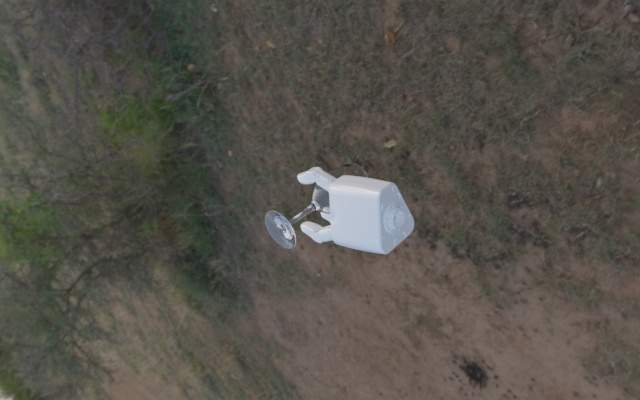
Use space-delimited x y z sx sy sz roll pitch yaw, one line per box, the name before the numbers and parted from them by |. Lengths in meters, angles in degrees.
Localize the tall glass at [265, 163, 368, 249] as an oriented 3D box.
tall glass | 0.000 0.003 0.852 0.201 0.079 0.079 -35 21 -34
